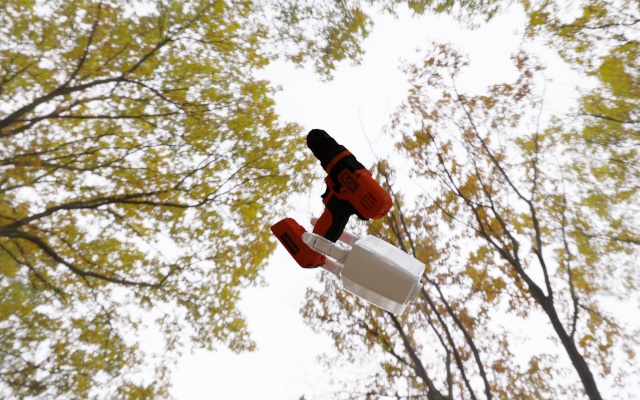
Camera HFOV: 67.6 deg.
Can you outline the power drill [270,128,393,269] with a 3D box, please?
[{"bbox_3d":[0.000,0.003,0.763,0.184,0.188,0.057,50,26,24],"label":"power drill"}]
